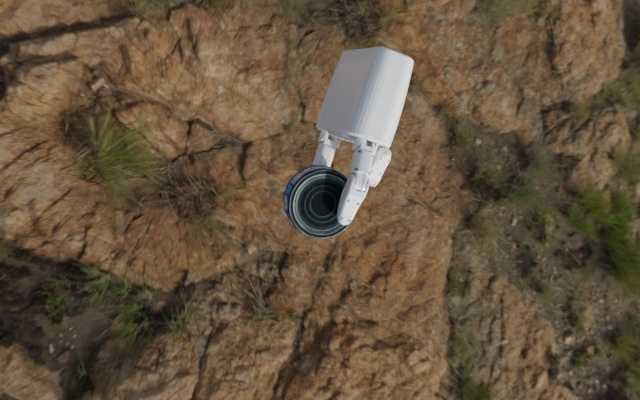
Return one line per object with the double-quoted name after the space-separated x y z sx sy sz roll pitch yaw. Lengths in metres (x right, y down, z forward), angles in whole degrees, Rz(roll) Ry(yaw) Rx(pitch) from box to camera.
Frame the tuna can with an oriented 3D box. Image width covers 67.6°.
0.000 0.002 0.572 0.086 0.086 0.033 0 11 -14 "tuna can"
